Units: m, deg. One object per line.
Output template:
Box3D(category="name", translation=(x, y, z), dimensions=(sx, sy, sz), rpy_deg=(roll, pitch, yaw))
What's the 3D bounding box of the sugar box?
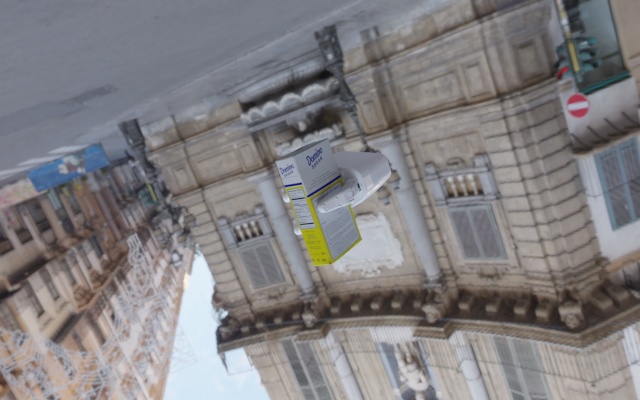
Box3D(category="sugar box", translation=(0.000, 0.003, 0.738), dimensions=(0.048, 0.176, 0.093), rpy_deg=(-11, 14, 40))
